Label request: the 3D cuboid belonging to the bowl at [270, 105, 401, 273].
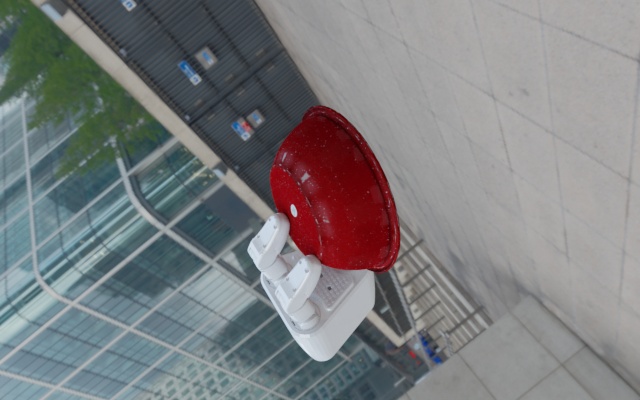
[{"bbox_3d":[0.000,0.000,0.424,0.055,0.162,0.162,-24,9,-21],"label":"bowl"}]
